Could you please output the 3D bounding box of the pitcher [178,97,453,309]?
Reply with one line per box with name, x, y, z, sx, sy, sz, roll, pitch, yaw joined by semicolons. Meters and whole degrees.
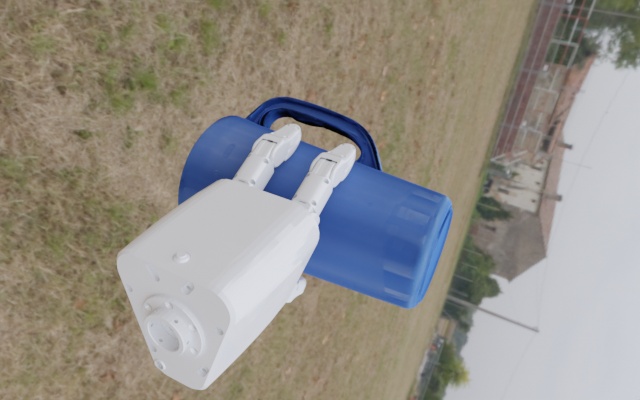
pitcher;0.000;0.002;0.467;0.243;0.149;0.145;19;31;19
